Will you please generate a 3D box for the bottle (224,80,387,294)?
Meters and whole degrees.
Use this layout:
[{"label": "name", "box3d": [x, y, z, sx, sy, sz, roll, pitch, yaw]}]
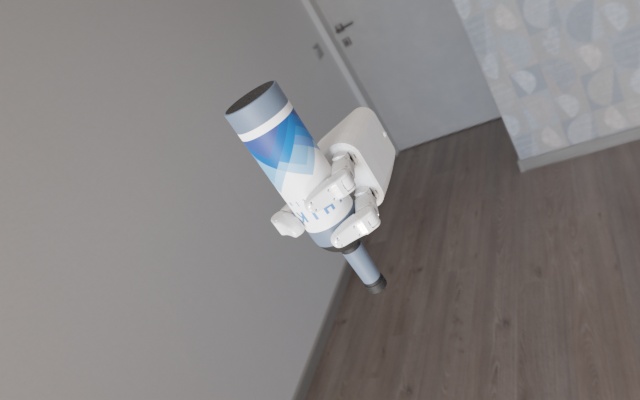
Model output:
[{"label": "bottle", "box3d": [0.000, 0.002, 0.567, 0.069, 0.296, 0.069, -28, 25, 14]}]
